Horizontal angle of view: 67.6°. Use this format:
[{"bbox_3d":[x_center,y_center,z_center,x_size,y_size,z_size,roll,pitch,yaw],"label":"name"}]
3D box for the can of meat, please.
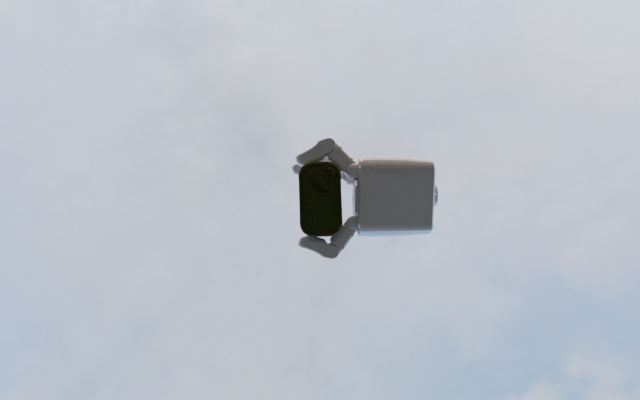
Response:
[{"bbox_3d":[0.000,0.002,0.681,0.057,0.102,0.084,-2,-6,0],"label":"can of meat"}]
